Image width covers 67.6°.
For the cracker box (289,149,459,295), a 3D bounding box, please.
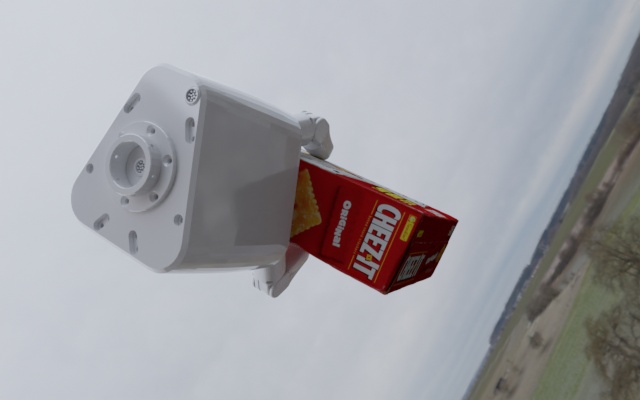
[{"bbox_3d":[0.000,0.001,0.429,0.213,0.072,0.164,26,7,23],"label":"cracker box"}]
